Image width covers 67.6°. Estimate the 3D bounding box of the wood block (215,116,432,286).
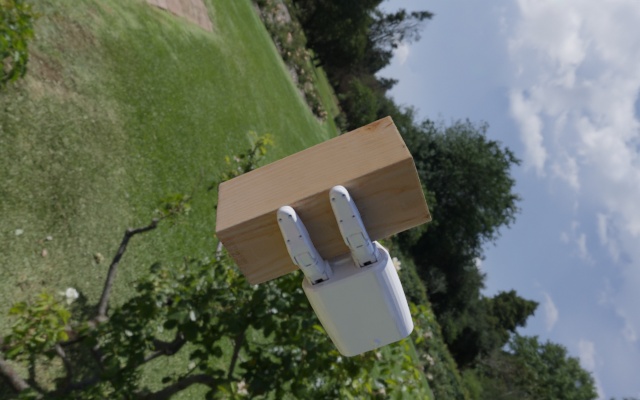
[{"bbox_3d":[0.000,0.002,0.519,0.206,0.090,0.090,-21,37,7],"label":"wood block"}]
